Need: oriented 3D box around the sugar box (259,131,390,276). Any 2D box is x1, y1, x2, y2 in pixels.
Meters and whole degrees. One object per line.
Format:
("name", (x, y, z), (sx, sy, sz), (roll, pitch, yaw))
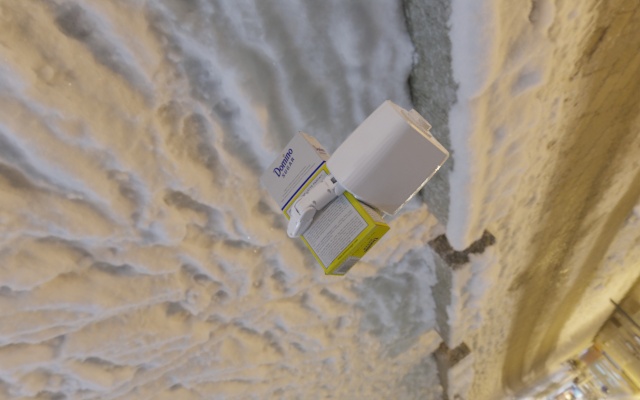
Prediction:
("sugar box", (0.001, 0.002, 0.621), (0.093, 0.176, 0.048), (-47, -32, 18))
